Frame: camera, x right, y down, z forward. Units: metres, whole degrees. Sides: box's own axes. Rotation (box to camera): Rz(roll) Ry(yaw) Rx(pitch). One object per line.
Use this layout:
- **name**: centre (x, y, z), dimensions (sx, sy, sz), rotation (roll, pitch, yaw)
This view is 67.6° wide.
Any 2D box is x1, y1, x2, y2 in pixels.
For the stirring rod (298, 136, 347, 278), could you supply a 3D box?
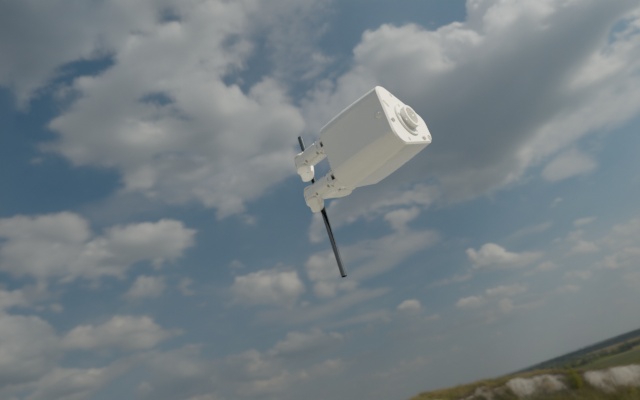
- **stirring rod**: centre (0.000, 0.002, 0.718), dimensions (0.011, 0.239, 0.011), rotation (-14, -25, -7)
